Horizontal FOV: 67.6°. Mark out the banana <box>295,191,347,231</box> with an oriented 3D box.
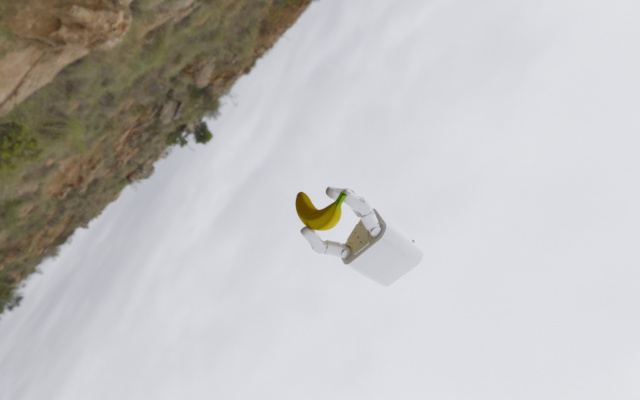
[{"bbox_3d":[-0.006,0.020,0.857,0.037,0.069,0.198,30,-11,-24],"label":"banana"}]
